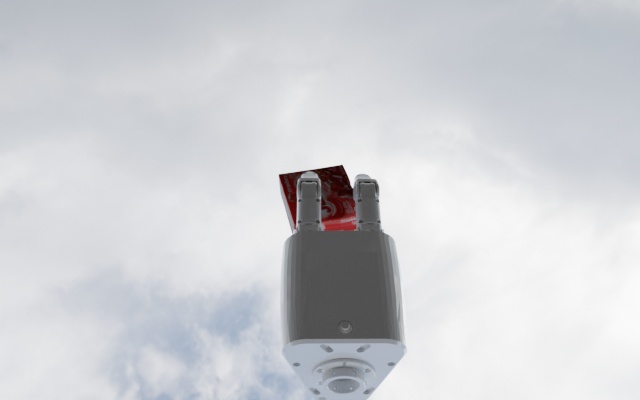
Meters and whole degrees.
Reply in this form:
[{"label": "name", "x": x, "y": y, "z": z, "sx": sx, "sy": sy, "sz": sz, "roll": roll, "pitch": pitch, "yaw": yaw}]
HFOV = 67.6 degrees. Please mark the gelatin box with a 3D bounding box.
[{"label": "gelatin box", "x": 0.000, "y": 0.002, "z": 0.497, "sx": 0.073, "sy": 0.030, "sz": 0.089, "roll": -10, "pitch": 40, "yaw": -10}]
